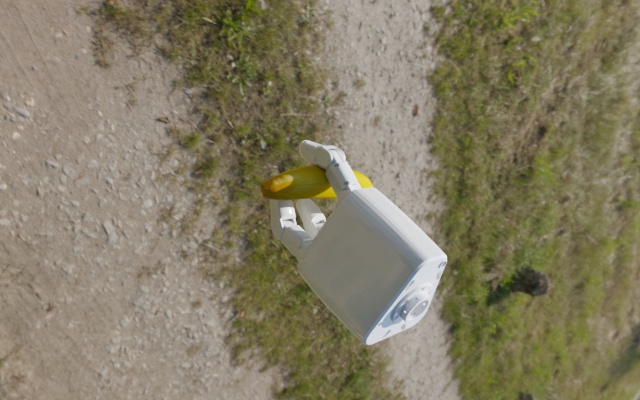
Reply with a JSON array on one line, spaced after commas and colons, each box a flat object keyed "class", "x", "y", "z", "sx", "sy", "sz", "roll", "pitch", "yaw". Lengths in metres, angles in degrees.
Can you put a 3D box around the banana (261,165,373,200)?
[{"class": "banana", "x": 0.015, "y": -0.010, "z": 0.547, "sx": 0.070, "sy": 0.037, "sz": 0.198, "roll": -45, "pitch": -29, "yaw": 17}]
